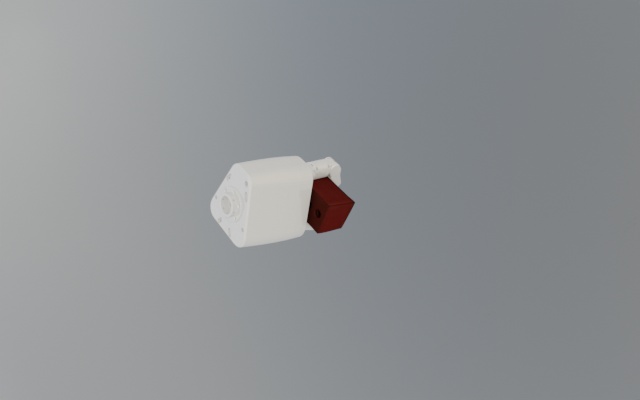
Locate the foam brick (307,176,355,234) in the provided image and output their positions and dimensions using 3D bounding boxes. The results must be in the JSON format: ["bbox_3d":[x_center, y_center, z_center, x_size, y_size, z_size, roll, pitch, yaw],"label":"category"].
[{"bbox_3d":[0.000,0.002,0.700,0.051,0.053,0.078,-10,44,-43],"label":"foam brick"}]
